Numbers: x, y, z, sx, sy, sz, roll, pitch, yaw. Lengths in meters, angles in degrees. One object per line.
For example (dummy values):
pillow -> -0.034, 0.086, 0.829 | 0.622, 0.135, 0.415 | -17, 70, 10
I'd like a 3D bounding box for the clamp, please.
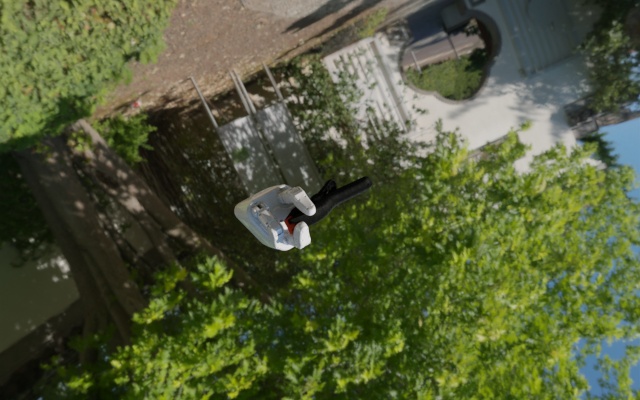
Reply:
clamp -> 0.000, 0.003, 0.860 | 0.171, 0.039, 0.120 | -30, 11, -22
